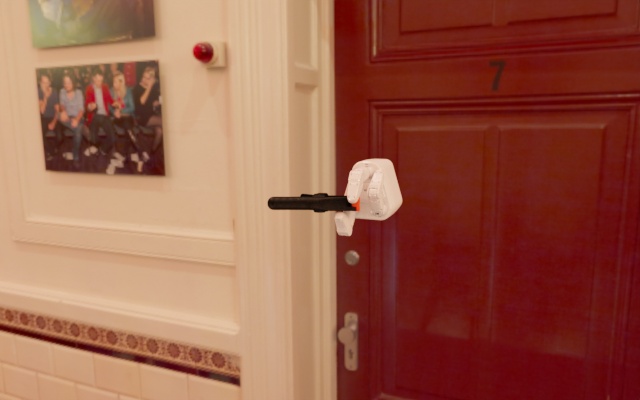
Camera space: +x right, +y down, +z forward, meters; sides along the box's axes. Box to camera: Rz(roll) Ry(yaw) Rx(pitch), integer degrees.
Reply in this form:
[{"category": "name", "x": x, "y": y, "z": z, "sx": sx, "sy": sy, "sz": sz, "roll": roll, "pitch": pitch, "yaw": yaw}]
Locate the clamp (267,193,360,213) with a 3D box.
[{"category": "clamp", "x": 0.000, "y": 0.002, "z": 0.900, "sx": 0.171, "sy": 0.039, "sz": 0.120, "roll": 3, "pitch": 11, "yaw": 23}]
